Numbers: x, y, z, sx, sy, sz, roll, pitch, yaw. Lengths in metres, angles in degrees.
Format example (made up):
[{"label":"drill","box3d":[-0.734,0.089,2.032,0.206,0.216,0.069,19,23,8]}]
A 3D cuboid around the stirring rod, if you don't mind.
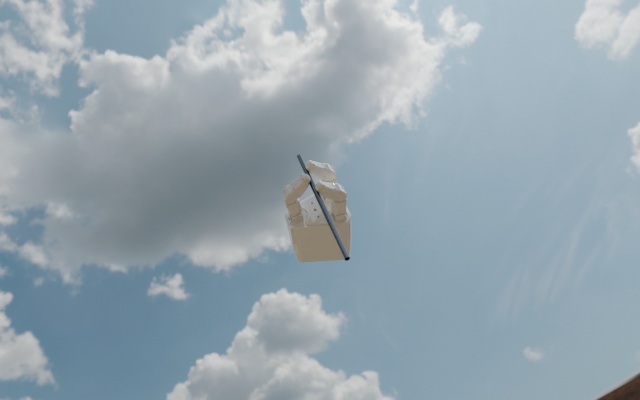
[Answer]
[{"label":"stirring rod","box3d":[0.000,0.003,0.756,0.011,0.011,0.239,0,42,-25]}]
